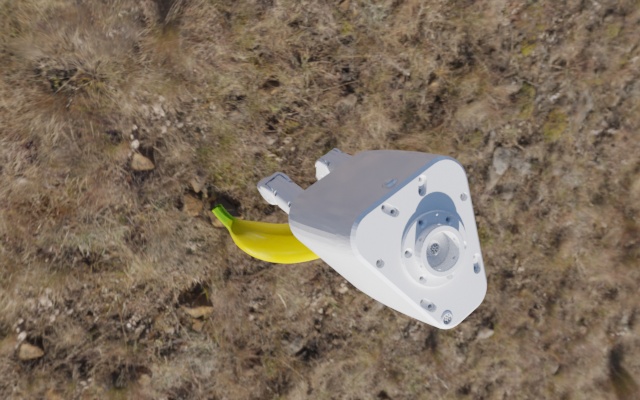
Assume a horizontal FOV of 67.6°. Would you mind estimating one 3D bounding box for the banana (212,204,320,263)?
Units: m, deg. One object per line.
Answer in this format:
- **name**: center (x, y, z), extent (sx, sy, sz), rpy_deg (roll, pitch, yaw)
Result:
- **banana**: center (0.000, 0.020, 0.466), extent (0.198, 0.069, 0.037), rpy_deg (-10, 1, -20)
